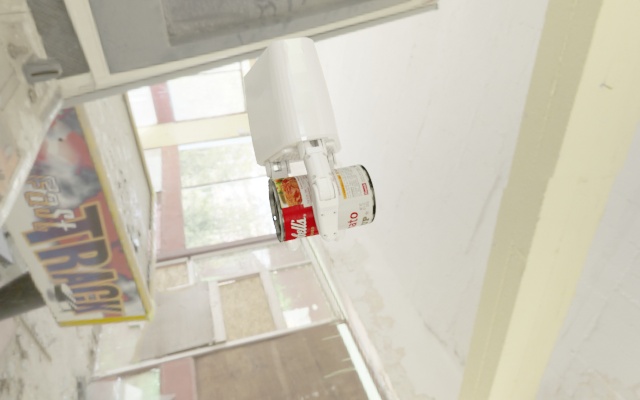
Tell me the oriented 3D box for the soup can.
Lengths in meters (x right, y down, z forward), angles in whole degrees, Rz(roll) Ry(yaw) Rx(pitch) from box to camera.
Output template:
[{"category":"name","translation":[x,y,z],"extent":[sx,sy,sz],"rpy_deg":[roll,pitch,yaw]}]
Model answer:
[{"category":"soup can","translation":[0.000,0.002,0.509],"extent":[0.102,0.068,0.068],"rpy_deg":[-11,2,-13]}]
